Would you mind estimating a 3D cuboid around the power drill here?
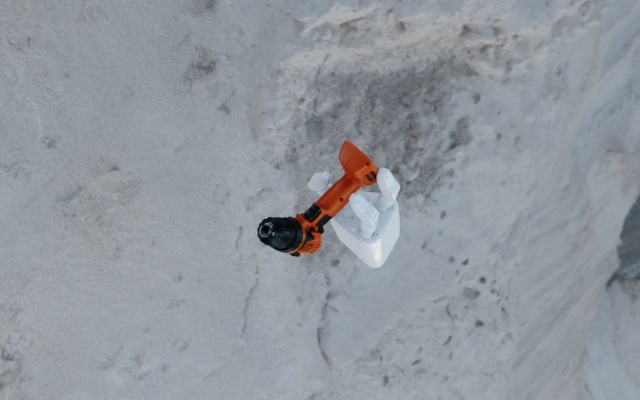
[{"bbox_3d":[0.001,0.002,0.702,0.057,0.187,0.184,45,5,17],"label":"power drill"}]
